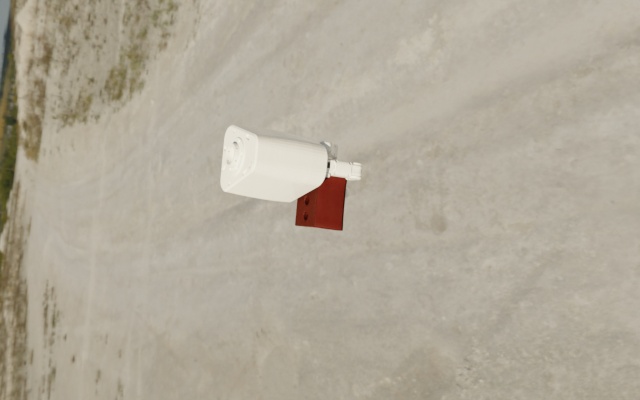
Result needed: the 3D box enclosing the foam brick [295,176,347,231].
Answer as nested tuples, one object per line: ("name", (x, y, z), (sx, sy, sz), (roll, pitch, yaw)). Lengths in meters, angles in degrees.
("foam brick", (0.000, 0.003, 0.686), (0.051, 0.078, 0.053), (7, -4, -35))
